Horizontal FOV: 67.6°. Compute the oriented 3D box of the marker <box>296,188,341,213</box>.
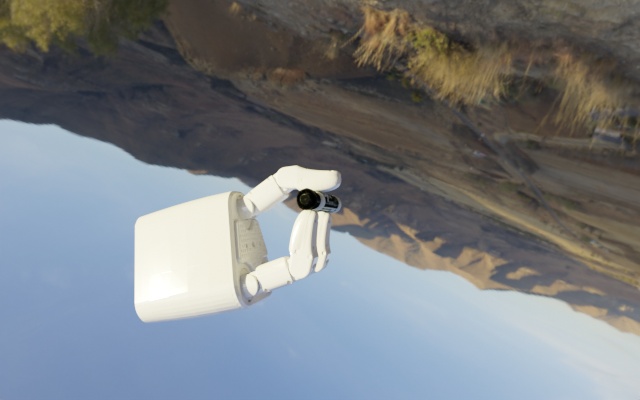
[{"bbox_3d":[0.000,0.002,0.456,0.020,0.020,0.121,0,-3,13],"label":"marker"}]
